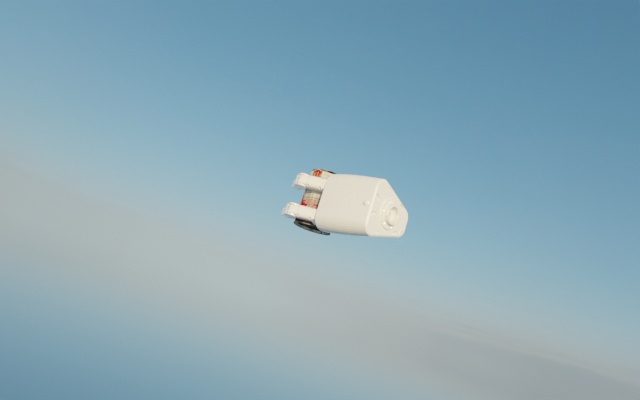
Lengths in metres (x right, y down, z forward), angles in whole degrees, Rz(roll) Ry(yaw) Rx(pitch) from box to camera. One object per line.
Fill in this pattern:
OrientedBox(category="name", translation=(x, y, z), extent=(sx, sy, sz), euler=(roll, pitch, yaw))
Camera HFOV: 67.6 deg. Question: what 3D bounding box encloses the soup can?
OrientedBox(category="soup can", translation=(0.000, 0.003, 0.847), extent=(0.068, 0.102, 0.068), euler=(17, -13, 4))
